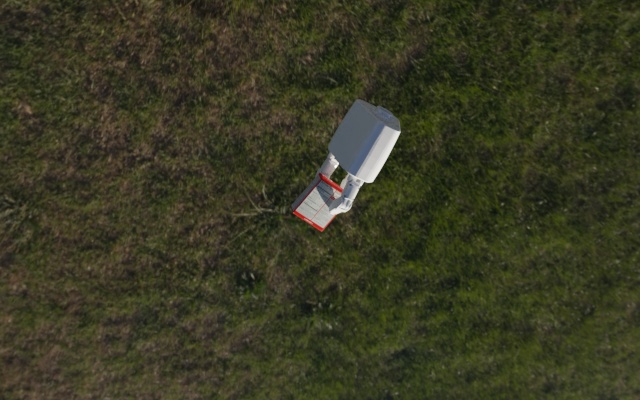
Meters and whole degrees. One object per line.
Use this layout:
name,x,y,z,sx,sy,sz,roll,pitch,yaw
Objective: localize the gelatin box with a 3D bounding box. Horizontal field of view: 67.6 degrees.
gelatin box,0.000,0.003,0.892,0.073,0.089,0.030,34,15,-26
